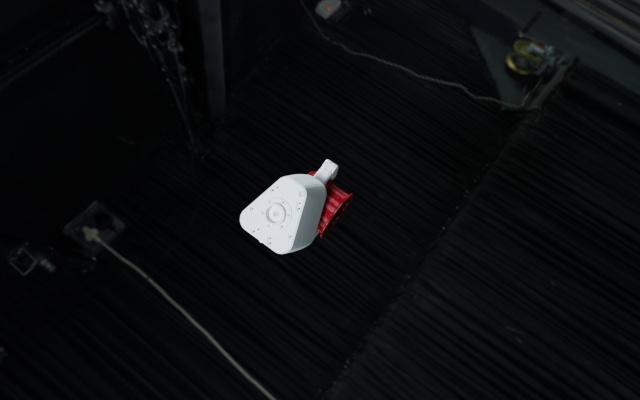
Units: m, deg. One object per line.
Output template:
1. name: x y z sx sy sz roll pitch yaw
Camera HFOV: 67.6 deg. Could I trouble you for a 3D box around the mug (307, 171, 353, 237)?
1. mug: 0.000 0.003 0.840 0.081 0.093 0.117 36 10 10
